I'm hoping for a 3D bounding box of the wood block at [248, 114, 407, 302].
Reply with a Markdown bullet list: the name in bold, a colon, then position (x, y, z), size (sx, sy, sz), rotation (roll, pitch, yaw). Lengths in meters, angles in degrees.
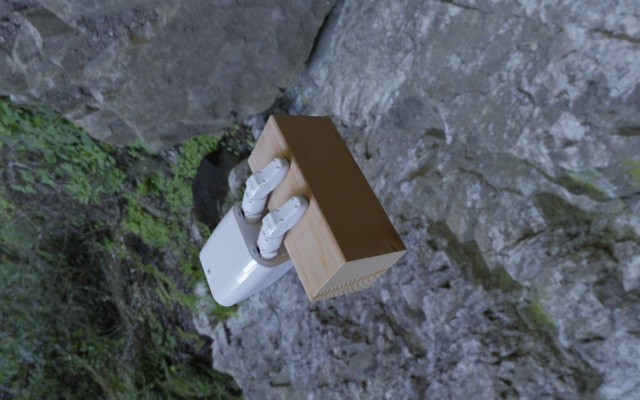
- **wood block**: position (0.000, 0.002, 0.570), size (0.091, 0.206, 0.090), rotation (-5, -34, -36)
